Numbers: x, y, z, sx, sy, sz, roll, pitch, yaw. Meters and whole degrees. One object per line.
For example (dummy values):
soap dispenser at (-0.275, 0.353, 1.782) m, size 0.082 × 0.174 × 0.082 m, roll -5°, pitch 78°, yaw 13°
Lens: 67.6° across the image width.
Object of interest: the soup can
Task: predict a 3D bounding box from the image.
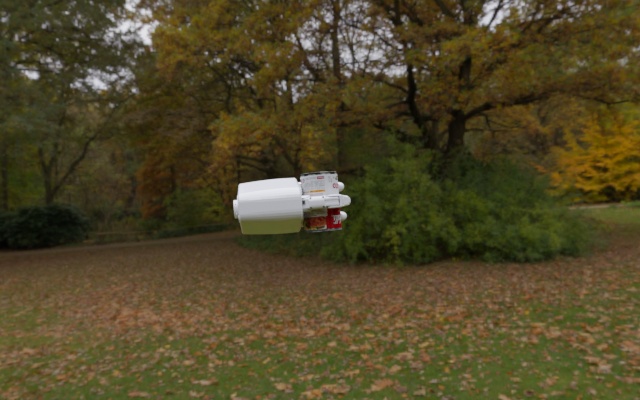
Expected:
soup can at (0.001, 0.002, 0.844) m, size 0.068 × 0.102 × 0.068 m, roll -5°, pitch -1°, yaw 0°
